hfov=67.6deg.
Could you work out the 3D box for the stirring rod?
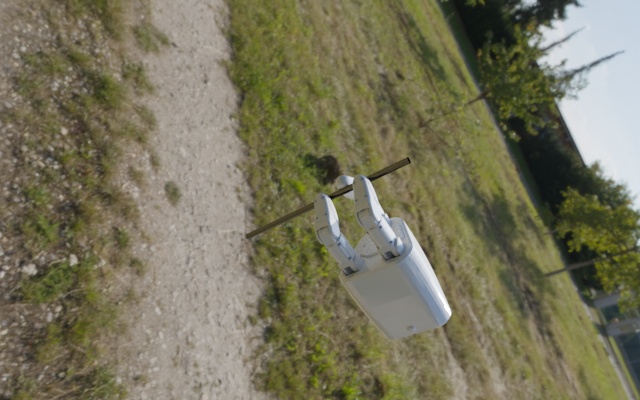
[{"bbox_3d":[0.000,0.002,0.575,0.239,0.011,0.011,-25,-13,28],"label":"stirring rod"}]
